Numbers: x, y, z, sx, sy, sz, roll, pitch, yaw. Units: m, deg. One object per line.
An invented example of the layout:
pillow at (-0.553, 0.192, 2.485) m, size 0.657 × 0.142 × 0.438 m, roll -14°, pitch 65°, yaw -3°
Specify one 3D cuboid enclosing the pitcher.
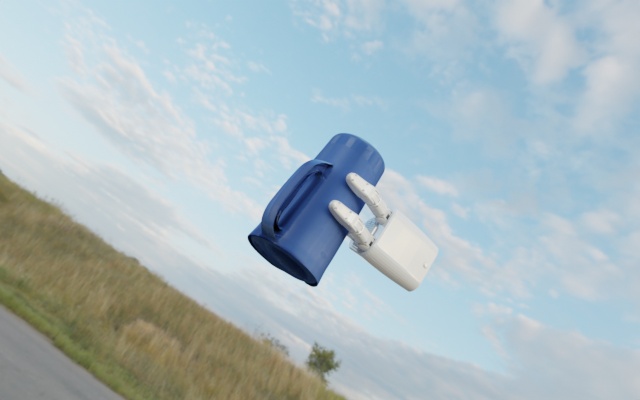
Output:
pitcher at (0.000, 0.003, 0.771) m, size 0.145 × 0.242 × 0.149 m, roll 39°, pitch -21°, yaw -10°
